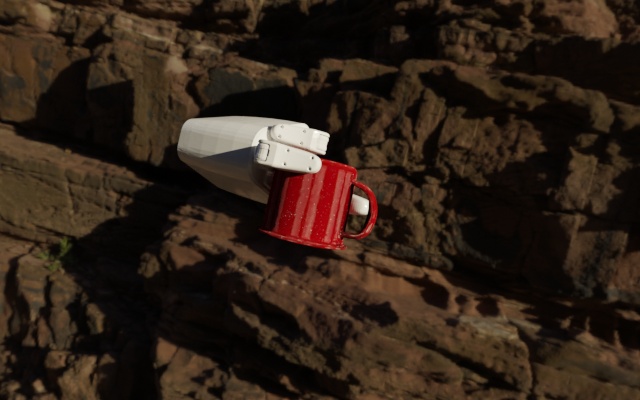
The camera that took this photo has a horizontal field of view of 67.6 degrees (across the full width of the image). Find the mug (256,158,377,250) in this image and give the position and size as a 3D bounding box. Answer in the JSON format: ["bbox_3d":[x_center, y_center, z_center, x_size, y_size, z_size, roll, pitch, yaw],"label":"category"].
[{"bbox_3d":[0.001,0.002,0.474,0.117,0.081,0.093,13,2,26],"label":"mug"}]
